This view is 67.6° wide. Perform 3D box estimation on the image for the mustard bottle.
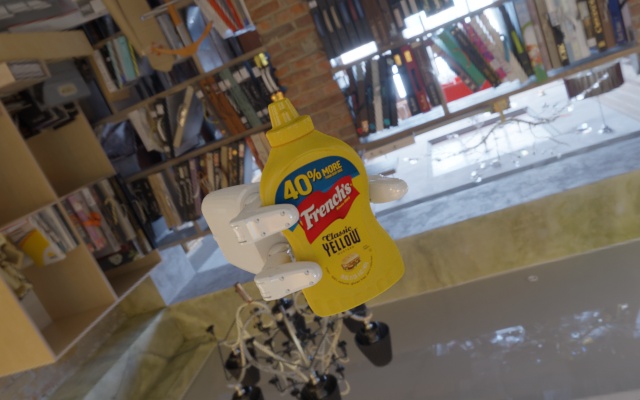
[{"bbox_3d":[0.000,0.002,0.427,0.096,0.192,0.058,-25,15,-7],"label":"mustard bottle"}]
